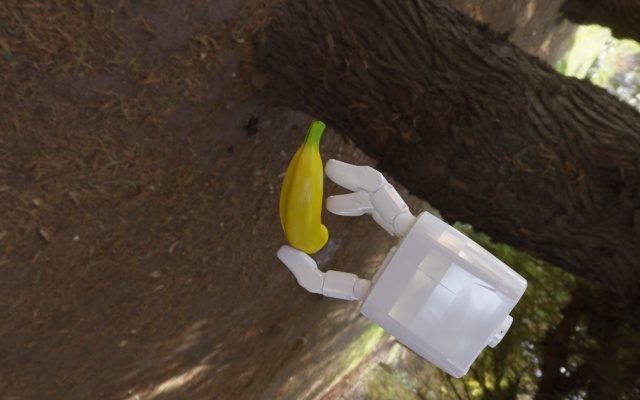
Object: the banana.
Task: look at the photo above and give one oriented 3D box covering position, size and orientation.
[{"bbox_3d":[-0.011,0.013,0.465,0.037,0.069,0.198,31,-28,17],"label":"banana"}]
